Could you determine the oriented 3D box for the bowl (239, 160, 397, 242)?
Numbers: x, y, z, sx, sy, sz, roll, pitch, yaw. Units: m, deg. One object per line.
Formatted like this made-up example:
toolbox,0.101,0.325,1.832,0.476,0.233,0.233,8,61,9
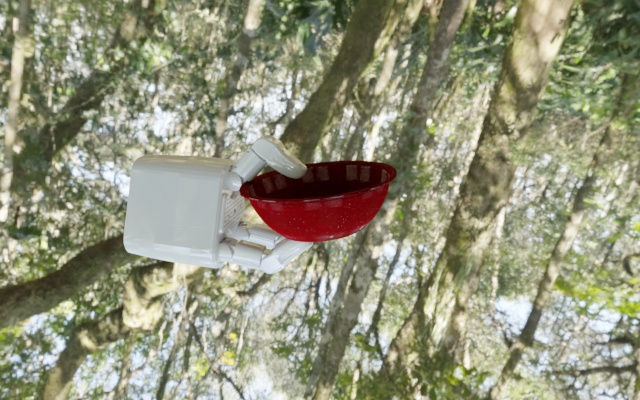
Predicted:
bowl,0.001,0.002,0.495,0.162,0.055,0.162,-7,15,2
